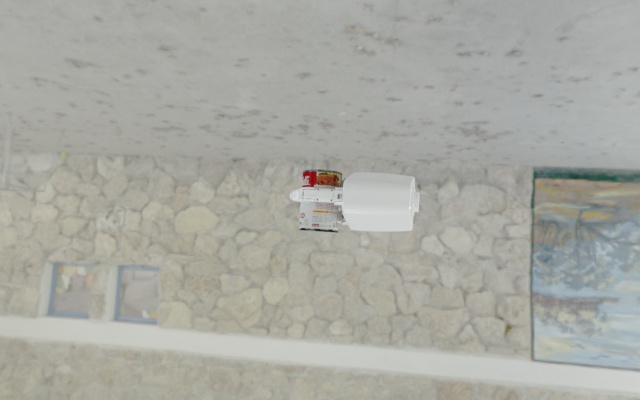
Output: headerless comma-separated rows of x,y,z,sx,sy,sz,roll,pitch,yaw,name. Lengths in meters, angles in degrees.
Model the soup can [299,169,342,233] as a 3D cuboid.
0.000,0.003,0.810,0.068,0.102,0.068,4,-5,0,soup can
